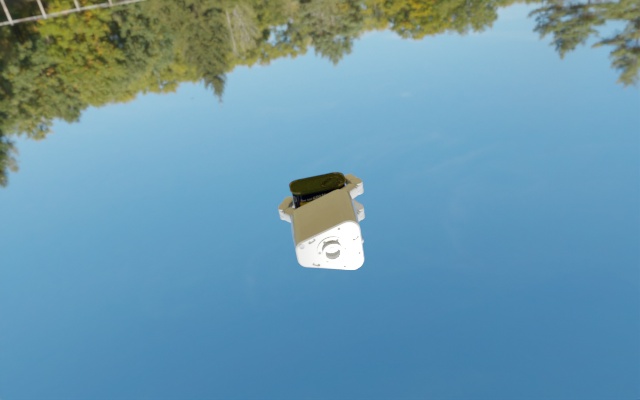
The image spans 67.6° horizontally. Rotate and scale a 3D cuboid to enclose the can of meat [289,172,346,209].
[{"bbox_3d":[0.000,0.003,0.877,0.102,0.084,0.057,-12,27,-4],"label":"can of meat"}]
